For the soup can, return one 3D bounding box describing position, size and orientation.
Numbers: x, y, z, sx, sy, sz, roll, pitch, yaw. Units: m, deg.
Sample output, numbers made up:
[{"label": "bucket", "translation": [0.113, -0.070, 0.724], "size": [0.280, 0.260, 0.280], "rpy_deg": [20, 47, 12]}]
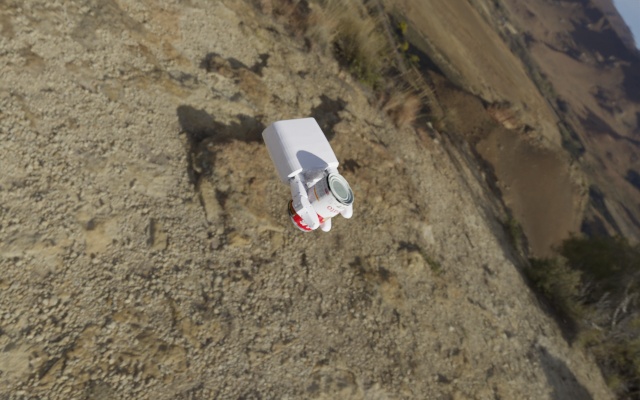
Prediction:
[{"label": "soup can", "translation": [0.000, 0.003, 0.851], "size": [0.102, 0.068, 0.068], "rpy_deg": [-34, -19, 31]}]
